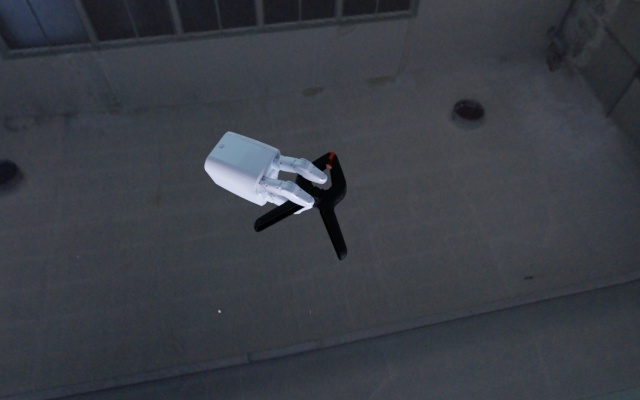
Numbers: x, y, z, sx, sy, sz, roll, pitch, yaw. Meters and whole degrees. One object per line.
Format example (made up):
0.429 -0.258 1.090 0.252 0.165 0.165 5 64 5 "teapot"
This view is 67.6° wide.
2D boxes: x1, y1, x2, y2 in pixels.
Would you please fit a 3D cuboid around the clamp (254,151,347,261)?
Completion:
0.000 0.003 0.852 0.164 0.210 0.036 25 -32 7 "clamp"
